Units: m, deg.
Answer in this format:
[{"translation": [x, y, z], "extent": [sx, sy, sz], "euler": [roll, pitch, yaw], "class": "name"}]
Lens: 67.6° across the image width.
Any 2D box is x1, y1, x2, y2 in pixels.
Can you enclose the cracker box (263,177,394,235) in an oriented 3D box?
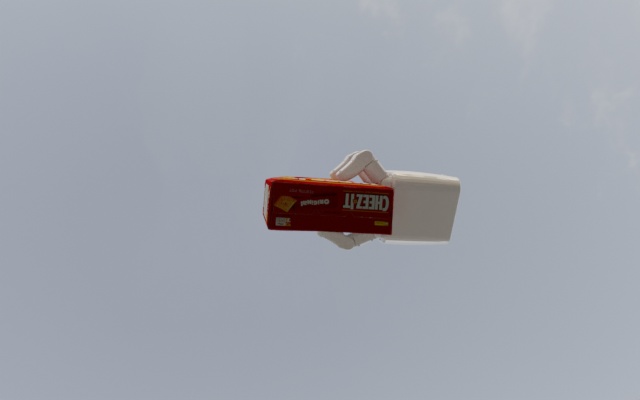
[{"translation": [0.000, 0.002, 0.710], "extent": [0.164, 0.072, 0.213], "euler": [3, 3, -9], "class": "cracker box"}]
